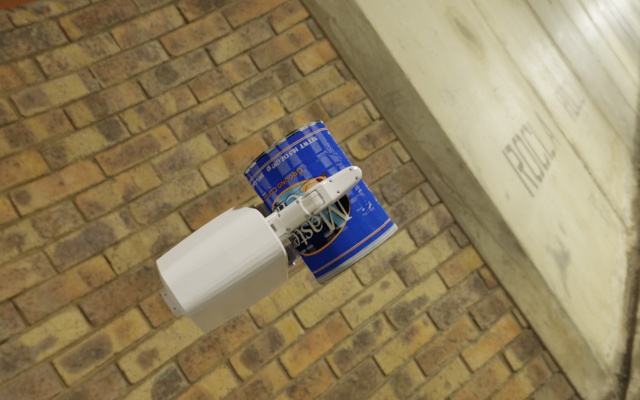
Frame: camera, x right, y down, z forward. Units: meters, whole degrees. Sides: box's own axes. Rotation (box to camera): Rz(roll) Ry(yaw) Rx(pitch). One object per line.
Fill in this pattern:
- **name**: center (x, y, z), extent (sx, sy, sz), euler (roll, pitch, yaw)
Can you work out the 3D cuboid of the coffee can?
- **coffee can**: center (0.000, 0.002, 0.508), extent (0.103, 0.140, 0.103), euler (-35, -3, -2)
